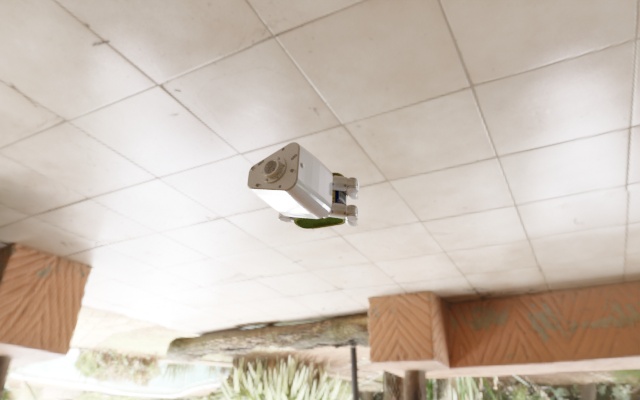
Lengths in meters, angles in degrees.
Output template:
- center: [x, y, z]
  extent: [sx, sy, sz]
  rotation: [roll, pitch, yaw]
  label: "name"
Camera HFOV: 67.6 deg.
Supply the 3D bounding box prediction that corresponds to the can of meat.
- center: [0.000, 0.003, 0.895]
  extent: [0.102, 0.084, 0.057]
  rotation: [-11, -31, 23]
  label: "can of meat"
